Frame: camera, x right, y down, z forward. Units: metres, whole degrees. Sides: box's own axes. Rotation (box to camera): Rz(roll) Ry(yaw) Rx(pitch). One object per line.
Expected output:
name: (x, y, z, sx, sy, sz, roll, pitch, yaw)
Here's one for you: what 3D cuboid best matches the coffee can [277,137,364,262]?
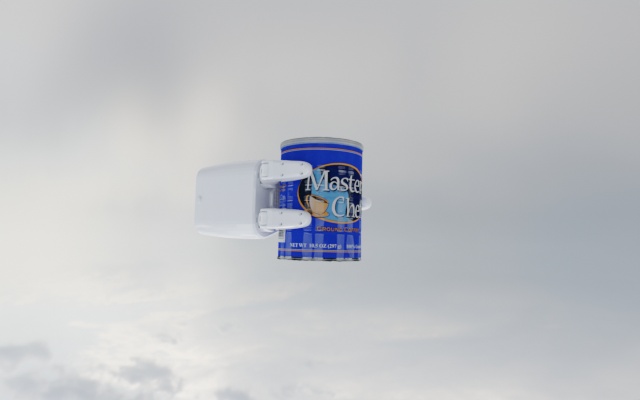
coffee can: (0.000, 0.002, 0.582, 0.103, 0.140, 0.103, 1, -5, 0)
